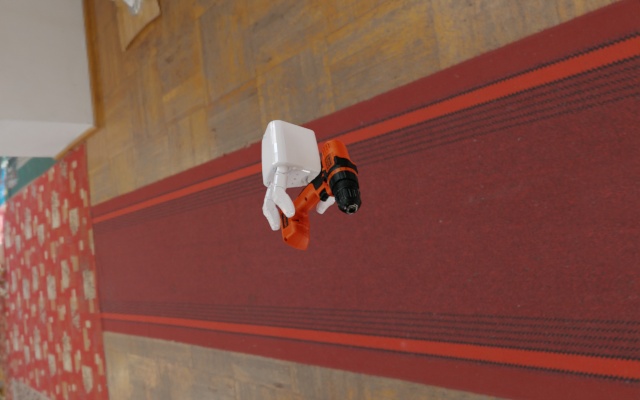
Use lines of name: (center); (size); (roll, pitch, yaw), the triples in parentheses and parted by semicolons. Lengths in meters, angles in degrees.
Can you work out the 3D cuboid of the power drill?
power drill: (0.000, 0.003, 0.868); (0.057, 0.188, 0.184); (26, 31, -26)
